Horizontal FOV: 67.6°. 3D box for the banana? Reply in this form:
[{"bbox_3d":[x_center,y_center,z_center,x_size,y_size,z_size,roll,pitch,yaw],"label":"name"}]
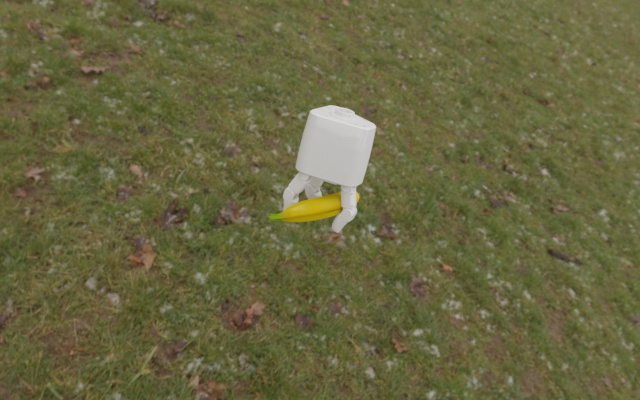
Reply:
[{"bbox_3d":[0.009,0.007,0.853,0.198,0.037,0.069,-12,18,-36],"label":"banana"}]
